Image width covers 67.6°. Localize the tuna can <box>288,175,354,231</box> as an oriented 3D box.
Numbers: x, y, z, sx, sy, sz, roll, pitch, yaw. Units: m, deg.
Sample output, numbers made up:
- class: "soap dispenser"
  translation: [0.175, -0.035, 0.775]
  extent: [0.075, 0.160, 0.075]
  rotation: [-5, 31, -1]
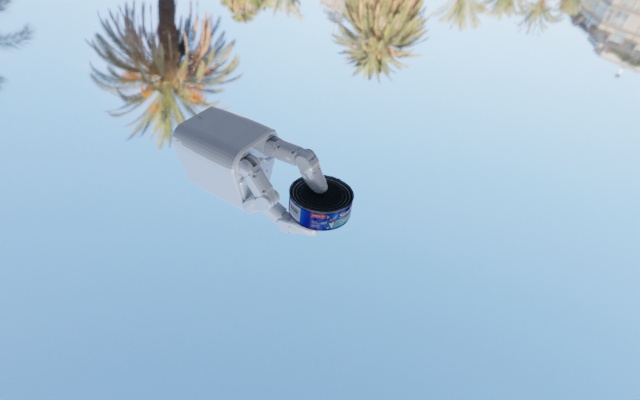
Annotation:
- class: "tuna can"
  translation: [0.000, 0.003, 0.635]
  extent: [0.086, 0.034, 0.086]
  rotation: [4, 36, -3]
